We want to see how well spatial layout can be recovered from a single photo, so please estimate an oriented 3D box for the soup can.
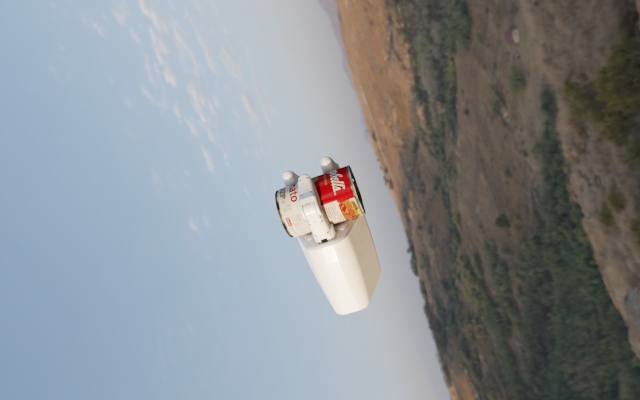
[{"bbox_3d":[0.000,0.002,0.621,0.102,0.068,0.068,-18,-3,9],"label":"soup can"}]
